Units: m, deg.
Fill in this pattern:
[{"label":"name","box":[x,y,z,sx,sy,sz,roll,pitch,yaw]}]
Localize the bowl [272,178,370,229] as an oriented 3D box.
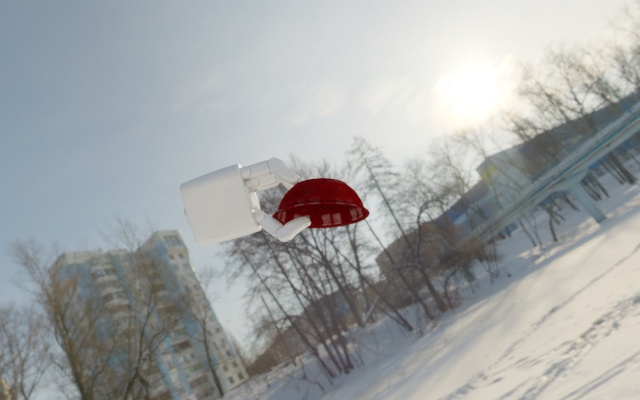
[{"label":"bowl","box":[0.001,0.002,0.799,0.162,0.055,0.162,-2,-17,-1]}]
